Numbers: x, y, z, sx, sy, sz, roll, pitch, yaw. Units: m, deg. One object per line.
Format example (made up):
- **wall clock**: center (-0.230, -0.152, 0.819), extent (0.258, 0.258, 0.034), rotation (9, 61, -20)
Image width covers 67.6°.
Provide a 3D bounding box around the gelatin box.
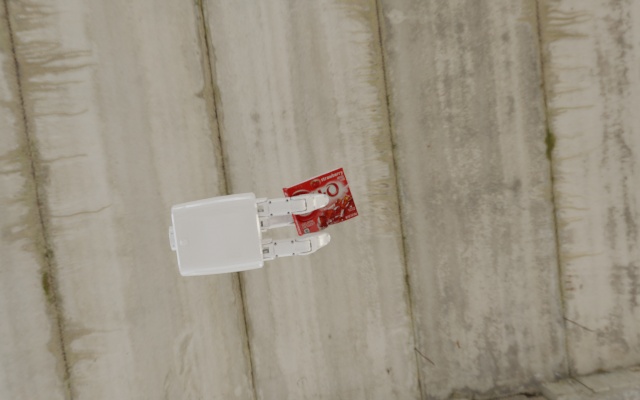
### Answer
- **gelatin box**: center (0.000, 0.002, 0.672), extent (0.089, 0.073, 0.030), rotation (-21, 7, -13)
